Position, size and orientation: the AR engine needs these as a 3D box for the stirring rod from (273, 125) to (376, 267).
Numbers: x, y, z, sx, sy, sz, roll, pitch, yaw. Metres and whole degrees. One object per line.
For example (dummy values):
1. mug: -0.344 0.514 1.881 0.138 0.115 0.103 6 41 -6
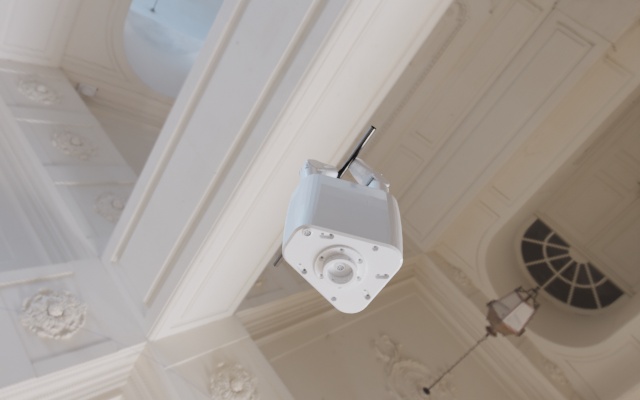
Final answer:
1. stirring rod: 0.000 0.002 0.618 0.011 0.240 0.011 28 26 -15
